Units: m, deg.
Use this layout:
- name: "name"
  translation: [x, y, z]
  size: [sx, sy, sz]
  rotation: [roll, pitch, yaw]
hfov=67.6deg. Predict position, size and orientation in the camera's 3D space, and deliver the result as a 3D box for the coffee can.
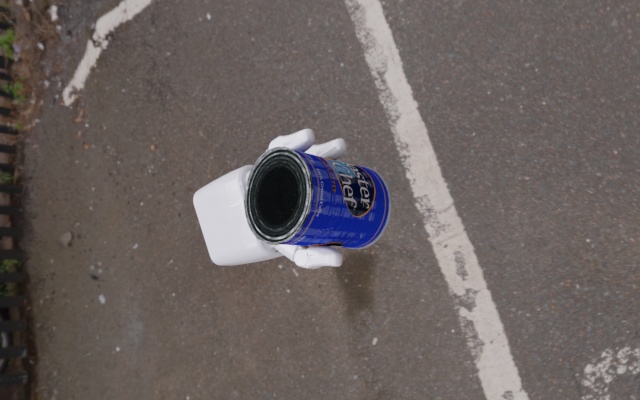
- name: "coffee can"
  translation: [0.000, 0.002, 0.541]
  size: [0.103, 0.103, 0.140]
  rotation: [0, -6, 42]
